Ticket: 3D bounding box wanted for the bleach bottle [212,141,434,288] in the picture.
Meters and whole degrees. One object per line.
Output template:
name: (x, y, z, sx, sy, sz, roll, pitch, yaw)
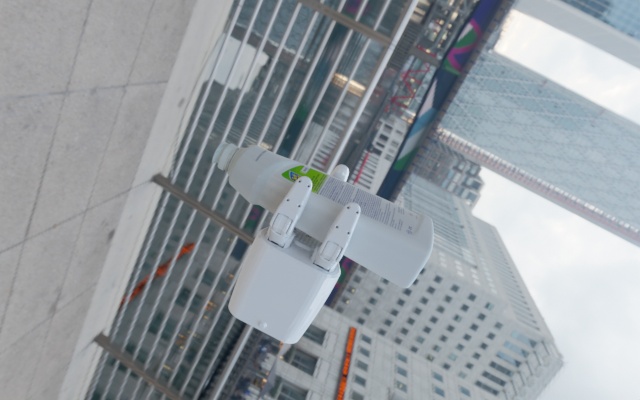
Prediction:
bleach bottle: (0.000, 0.002, 0.533, 0.251, 0.068, 0.102, 28, 23, 1)
